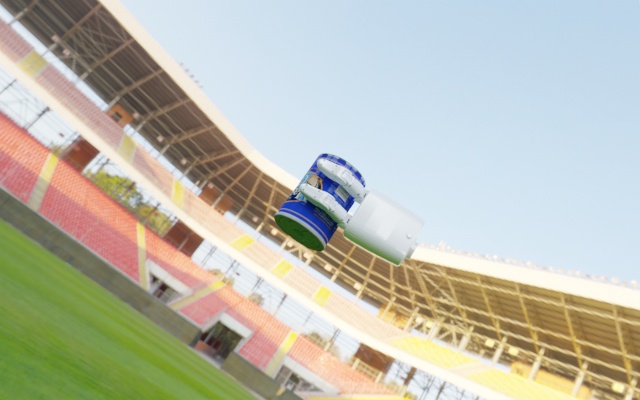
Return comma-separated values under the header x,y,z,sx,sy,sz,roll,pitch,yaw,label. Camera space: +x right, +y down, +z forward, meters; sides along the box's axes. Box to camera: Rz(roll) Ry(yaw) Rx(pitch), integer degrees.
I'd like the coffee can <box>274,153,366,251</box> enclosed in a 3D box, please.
x,y,z,sx,sy,sz,roll,pitch,yaw,label
0.000,0.003,0.835,0.103,0.140,0.103,30,-21,13,coffee can
